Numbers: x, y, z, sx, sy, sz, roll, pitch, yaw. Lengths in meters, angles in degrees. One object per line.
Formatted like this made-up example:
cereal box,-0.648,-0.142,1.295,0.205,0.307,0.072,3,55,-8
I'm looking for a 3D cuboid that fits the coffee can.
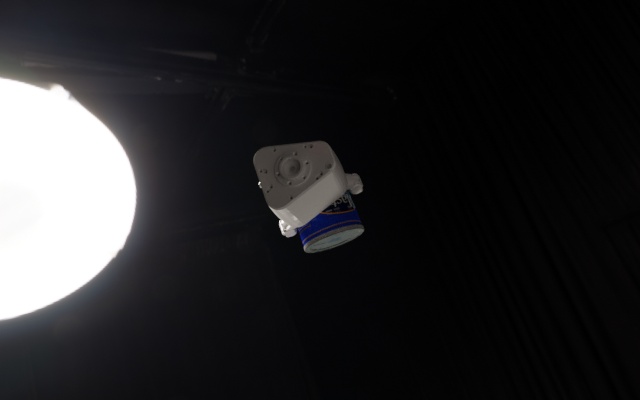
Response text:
coffee can,0.000,0.003,0.789,0.103,0.140,0.103,-19,-16,-6
